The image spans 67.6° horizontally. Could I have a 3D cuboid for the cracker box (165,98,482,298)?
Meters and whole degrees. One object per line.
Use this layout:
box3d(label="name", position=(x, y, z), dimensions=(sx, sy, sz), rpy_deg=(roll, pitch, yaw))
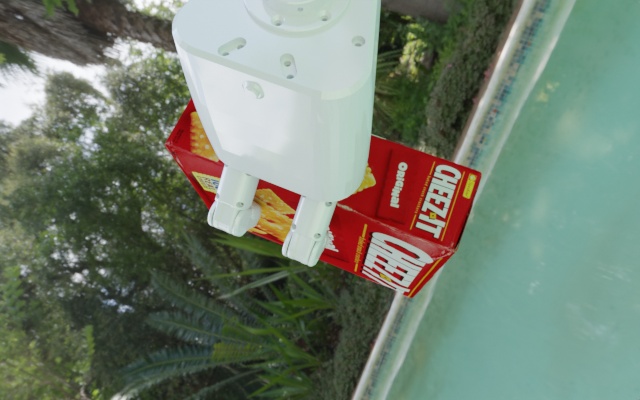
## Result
box3d(label="cracker box", position=(0.000, 0.001, 0.401), dimensions=(0.213, 0.072, 0.164), rpy_deg=(21, -19, 9))
